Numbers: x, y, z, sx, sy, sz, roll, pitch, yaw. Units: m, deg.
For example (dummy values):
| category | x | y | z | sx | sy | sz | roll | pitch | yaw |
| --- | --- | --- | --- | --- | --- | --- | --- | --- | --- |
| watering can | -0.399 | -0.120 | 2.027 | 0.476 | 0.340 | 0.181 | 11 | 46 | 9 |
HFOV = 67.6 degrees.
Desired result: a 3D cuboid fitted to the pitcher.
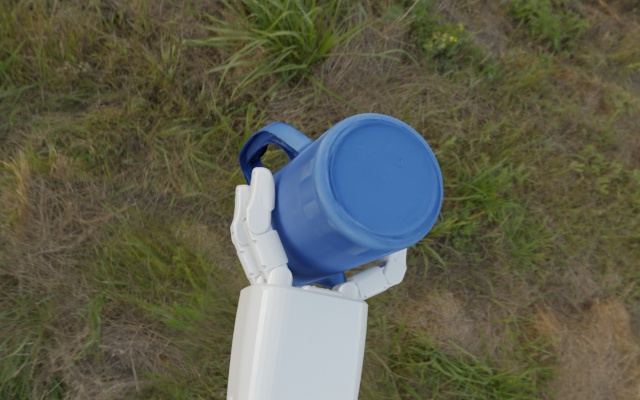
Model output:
| category | x | y | z | sx | sy | sz | roll | pitch | yaw |
| --- | --- | --- | --- | --- | --- | --- | --- | --- | --- |
| pitcher | 0.000 | 0.002 | 0.458 | 0.149 | 0.145 | 0.243 | 12 | -17 | -17 |
